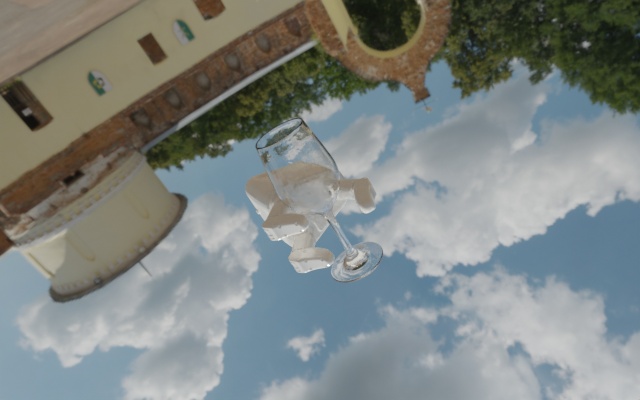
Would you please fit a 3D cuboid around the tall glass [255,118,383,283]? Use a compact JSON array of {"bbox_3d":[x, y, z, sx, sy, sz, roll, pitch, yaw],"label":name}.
[{"bbox_3d":[0.001,0.002,0.573,0.079,0.201,0.079,-25,26,13],"label":"tall glass"}]
